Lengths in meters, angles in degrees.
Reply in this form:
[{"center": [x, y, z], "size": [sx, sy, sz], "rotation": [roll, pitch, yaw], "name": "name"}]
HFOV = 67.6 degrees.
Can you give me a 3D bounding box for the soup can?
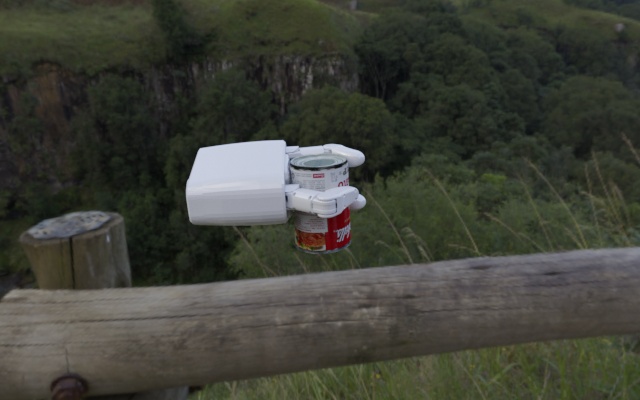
[{"center": [0.001, 0.002, 0.555], "size": [0.068, 0.102, 0.068], "rotation": [-3, 19, 1], "name": "soup can"}]
